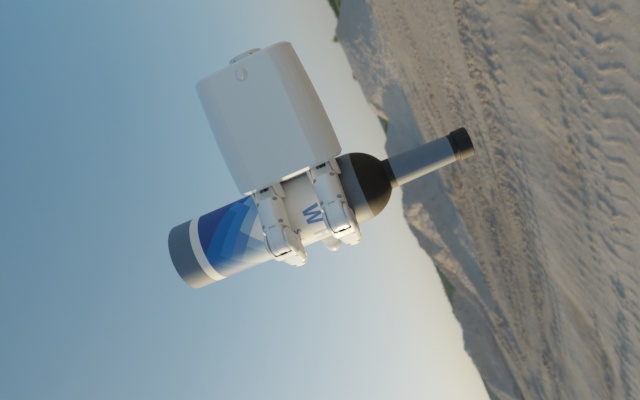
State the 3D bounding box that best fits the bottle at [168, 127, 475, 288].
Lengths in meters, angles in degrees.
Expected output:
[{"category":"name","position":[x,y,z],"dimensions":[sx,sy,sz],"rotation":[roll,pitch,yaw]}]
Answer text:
[{"category":"bottle","position":[0.000,0.002,0.456],"dimensions":[0.296,0.069,0.069],"rotation":[-23,-4,10]}]
